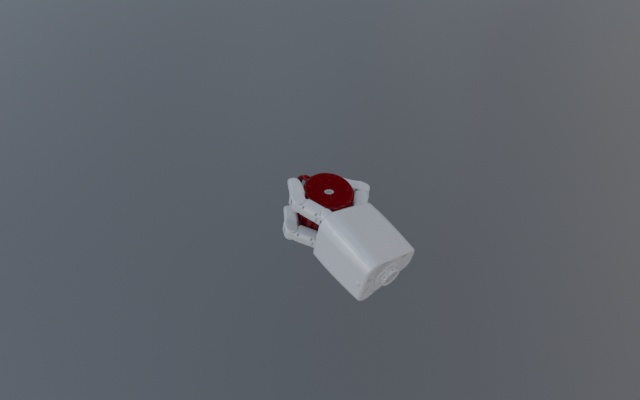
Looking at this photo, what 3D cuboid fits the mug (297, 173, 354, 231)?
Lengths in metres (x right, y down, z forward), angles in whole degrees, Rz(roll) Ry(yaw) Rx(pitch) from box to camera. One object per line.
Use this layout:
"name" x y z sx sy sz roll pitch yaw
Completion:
"mug" -0.001 0.001 0.774 0.093 0.082 0.117 -27 58 -31
